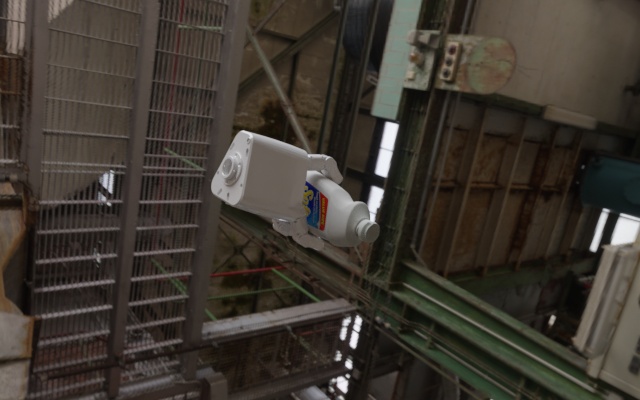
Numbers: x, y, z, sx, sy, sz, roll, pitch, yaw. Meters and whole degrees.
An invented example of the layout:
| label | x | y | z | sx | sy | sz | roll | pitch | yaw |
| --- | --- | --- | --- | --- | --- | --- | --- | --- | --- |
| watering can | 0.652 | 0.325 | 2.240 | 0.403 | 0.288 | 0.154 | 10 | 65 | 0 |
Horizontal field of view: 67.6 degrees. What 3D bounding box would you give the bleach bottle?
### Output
| label | x | y | z | sx | sy | sz | roll | pitch | yaw |
| --- | --- | --- | --- | --- | --- | --- | --- | --- | --- |
| bleach bottle | 0.000 | 0.003 | 0.766 | 0.068 | 0.102 | 0.250 | 13 | 8 | -42 |
